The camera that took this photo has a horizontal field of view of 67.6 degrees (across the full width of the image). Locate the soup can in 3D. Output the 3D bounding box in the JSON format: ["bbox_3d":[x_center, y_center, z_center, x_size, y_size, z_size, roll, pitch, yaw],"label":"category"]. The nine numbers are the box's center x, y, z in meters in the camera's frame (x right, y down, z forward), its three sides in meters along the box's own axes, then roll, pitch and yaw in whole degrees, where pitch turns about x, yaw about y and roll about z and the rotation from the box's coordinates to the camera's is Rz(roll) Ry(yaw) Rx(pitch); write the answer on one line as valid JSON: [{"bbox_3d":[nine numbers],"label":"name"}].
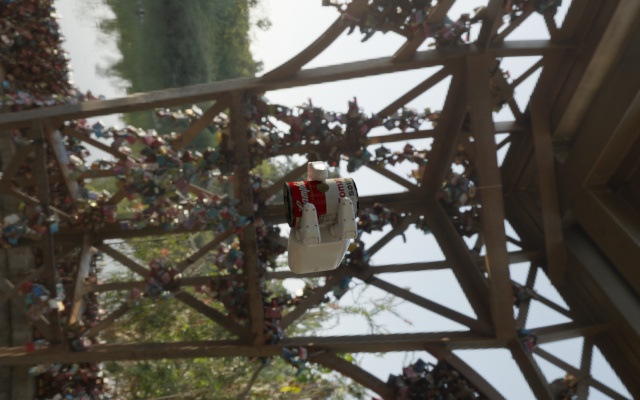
[{"bbox_3d":[0.000,0.002,0.716,0.102,0.068,0.068,-6,1,-12],"label":"soup can"}]
